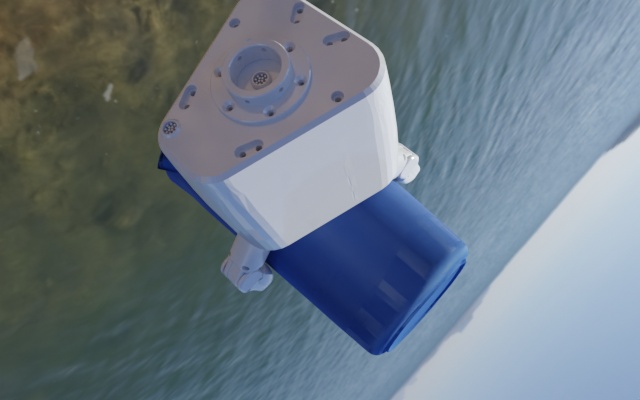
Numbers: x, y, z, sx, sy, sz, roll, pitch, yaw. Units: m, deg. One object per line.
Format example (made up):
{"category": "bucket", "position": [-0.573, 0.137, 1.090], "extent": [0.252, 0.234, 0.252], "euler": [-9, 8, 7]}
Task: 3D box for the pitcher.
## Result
{"category": "pitcher", "position": [0.000, 0.001, 0.402], "extent": [0.242, 0.149, 0.145], "euler": [41, -9, 21]}
